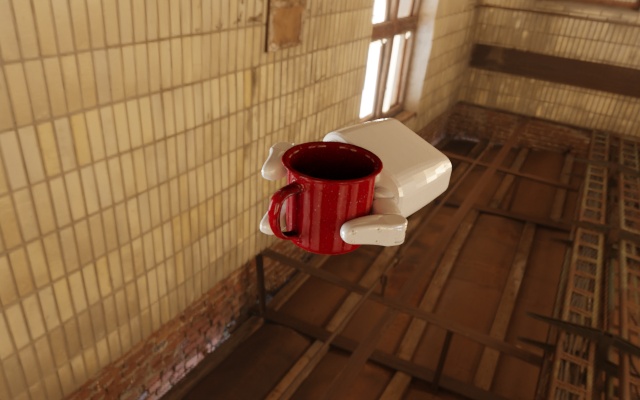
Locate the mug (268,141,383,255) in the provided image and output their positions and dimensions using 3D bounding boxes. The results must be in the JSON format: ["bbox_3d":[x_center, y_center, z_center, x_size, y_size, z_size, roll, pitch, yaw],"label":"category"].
[{"bbox_3d":[-0.001,0.002,0.449,0.093,0.081,0.117,28,37,36],"label":"mug"}]
